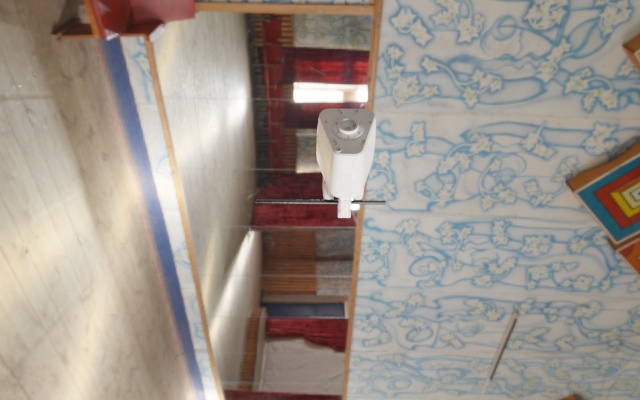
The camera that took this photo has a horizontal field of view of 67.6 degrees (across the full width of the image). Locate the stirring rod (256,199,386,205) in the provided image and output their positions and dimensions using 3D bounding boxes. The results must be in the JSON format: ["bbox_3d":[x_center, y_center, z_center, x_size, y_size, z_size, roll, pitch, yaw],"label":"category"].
[{"bbox_3d":[0.000,0.003,0.887,0.239,0.011,0.011,1,0,0],"label":"stirring rod"}]
